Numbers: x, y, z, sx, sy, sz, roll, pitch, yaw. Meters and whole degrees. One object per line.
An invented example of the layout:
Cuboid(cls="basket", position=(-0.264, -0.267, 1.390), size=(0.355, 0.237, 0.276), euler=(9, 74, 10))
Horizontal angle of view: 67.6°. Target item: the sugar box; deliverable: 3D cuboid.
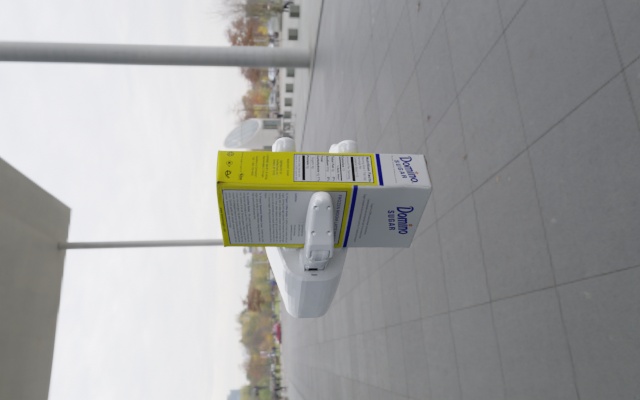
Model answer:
Cuboid(cls="sugar box", position=(0.000, 0.001, 0.424), size=(0.176, 0.048, 0.093), euler=(-1, -38, -6))
